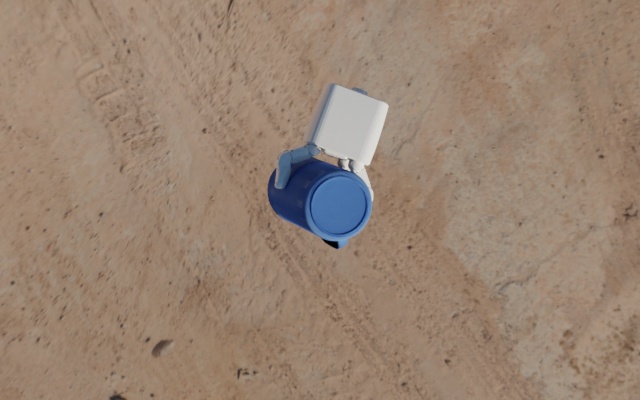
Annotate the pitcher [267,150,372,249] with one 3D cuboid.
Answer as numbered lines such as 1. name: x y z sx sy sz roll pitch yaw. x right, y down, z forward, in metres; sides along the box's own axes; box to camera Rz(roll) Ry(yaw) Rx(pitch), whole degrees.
1. pitcher: 0.000 0.002 0.811 0.149 0.145 0.243 19 2 -18
